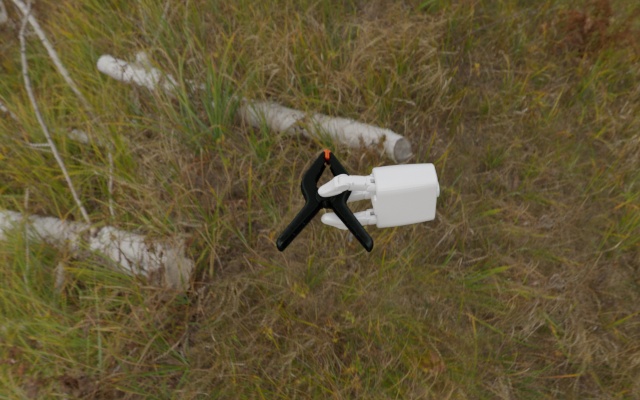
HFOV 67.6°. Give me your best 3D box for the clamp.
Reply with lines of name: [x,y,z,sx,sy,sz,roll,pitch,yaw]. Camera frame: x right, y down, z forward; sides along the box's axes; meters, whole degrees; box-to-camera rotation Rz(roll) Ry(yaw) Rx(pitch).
clamp: [0.000,0.002,0.851,0.164,0.209,0.036,-5,-31,0]
